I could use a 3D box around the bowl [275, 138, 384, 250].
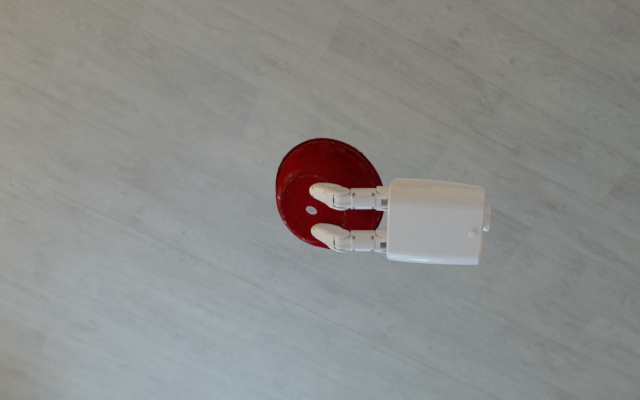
[{"bbox_3d":[-0.001,0.002,0.630,0.162,0.162,0.055,0,20,25],"label":"bowl"}]
